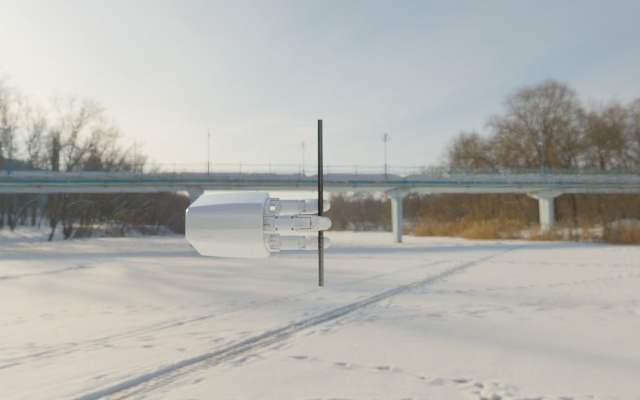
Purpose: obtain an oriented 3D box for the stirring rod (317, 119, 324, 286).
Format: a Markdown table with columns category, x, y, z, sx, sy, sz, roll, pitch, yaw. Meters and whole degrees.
| category | x | y | z | sx | sy | sz | roll | pitch | yaw |
| --- | --- | --- | --- | --- | --- | --- | --- | --- | --- |
| stirring rod | 0.000 | 0.002 | 0.690 | 0.011 | 0.239 | 0.011 | 0 | -4 | 0 |
